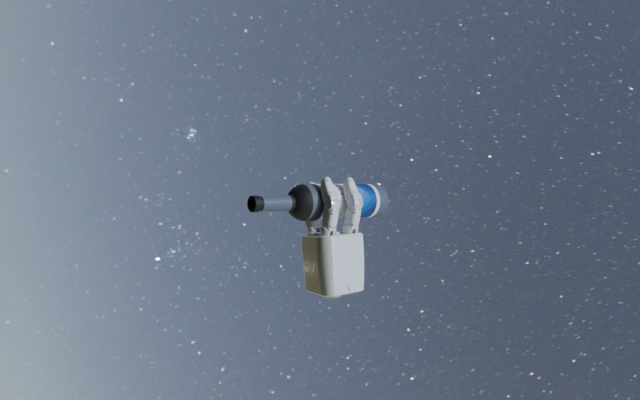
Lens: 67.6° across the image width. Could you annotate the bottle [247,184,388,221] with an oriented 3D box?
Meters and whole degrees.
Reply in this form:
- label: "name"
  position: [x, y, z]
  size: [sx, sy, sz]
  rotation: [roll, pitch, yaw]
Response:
- label: "bottle"
  position: [0.000, 0.003, 0.870]
  size: [0.296, 0.069, 0.069]
  rotation: [-1, 1, -40]
